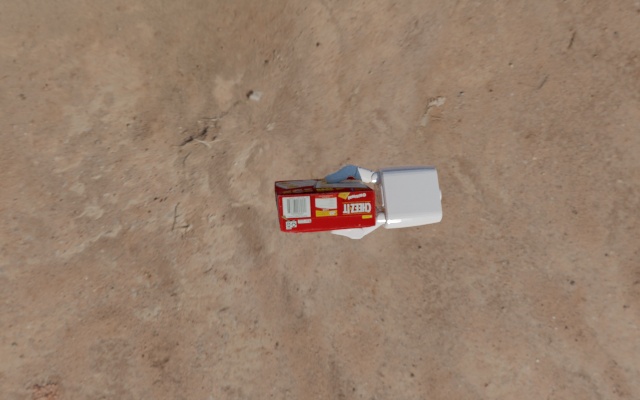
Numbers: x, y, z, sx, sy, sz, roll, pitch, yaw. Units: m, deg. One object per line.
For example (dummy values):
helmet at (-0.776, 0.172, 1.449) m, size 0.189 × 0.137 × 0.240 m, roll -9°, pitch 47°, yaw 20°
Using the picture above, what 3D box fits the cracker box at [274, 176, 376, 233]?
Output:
cracker box at (0.000, 0.003, 0.888) m, size 0.164 × 0.072 × 0.213 m, roll -4°, pitch 9°, yaw -6°
